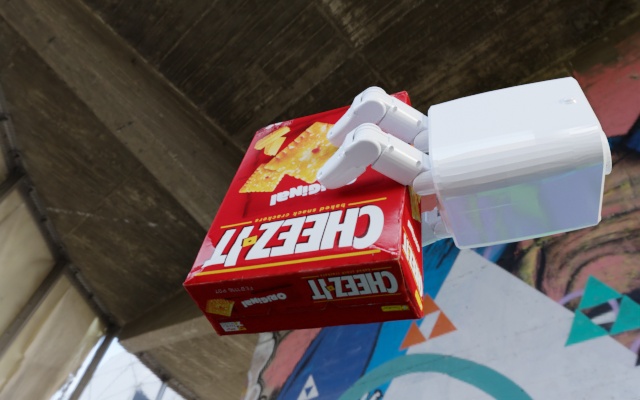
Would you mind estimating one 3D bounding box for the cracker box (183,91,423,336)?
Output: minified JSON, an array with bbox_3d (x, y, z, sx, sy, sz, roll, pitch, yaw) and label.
[{"bbox_3d":[0.000,0.001,0.409,0.164,0.072,0.213,-11,37,20],"label":"cracker box"}]
